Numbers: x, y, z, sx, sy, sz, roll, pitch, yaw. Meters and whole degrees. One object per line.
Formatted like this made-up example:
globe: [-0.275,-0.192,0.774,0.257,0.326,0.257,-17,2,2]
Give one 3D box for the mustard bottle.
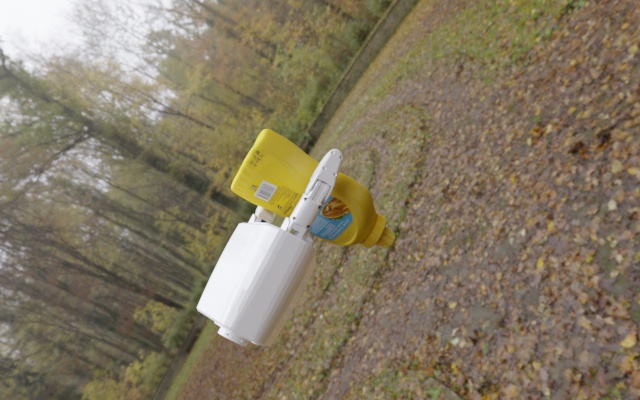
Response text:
mustard bottle: [0.000,0.001,0.537,0.191,0.058,0.096,30,-40,-9]
